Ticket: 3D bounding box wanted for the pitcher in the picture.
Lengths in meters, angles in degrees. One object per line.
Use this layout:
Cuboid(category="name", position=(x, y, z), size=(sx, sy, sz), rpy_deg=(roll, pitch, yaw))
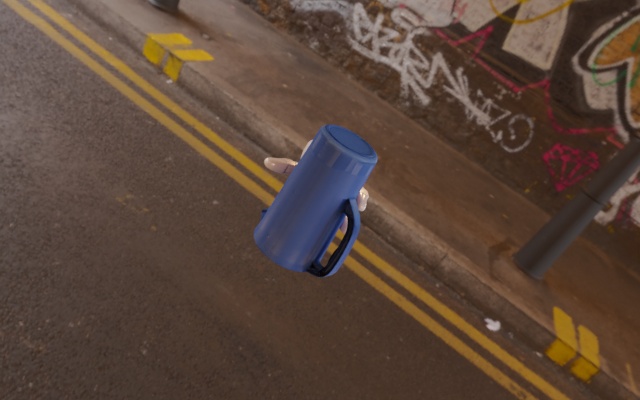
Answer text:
Cuboid(category="pitcher", position=(0.000, 0.003, 0.820), size=(0.149, 0.243, 0.145), rpy_deg=(26, 26, -12))
